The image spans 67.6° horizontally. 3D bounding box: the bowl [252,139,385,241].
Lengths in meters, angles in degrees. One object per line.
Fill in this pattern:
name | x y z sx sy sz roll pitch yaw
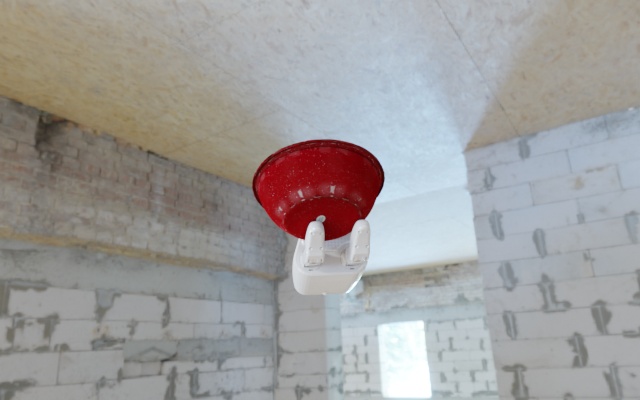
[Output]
bowl | 0.000 0.001 0.566 0.162 0.055 0.162 -4 -37 -3
